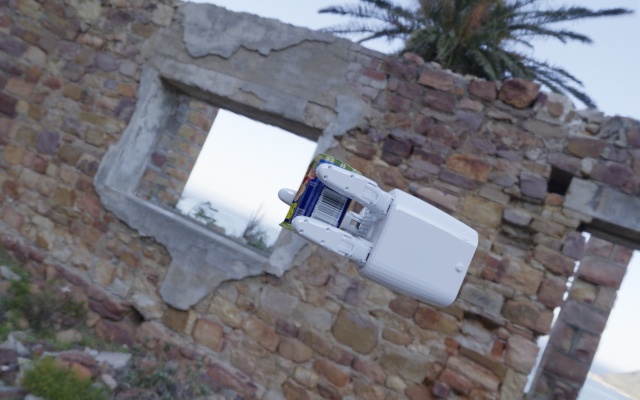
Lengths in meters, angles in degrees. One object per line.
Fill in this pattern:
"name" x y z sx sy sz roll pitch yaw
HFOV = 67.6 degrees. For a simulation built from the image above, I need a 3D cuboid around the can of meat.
"can of meat" 0.000 0.001 0.511 0.057 0.084 0.102 25 -5 -7
